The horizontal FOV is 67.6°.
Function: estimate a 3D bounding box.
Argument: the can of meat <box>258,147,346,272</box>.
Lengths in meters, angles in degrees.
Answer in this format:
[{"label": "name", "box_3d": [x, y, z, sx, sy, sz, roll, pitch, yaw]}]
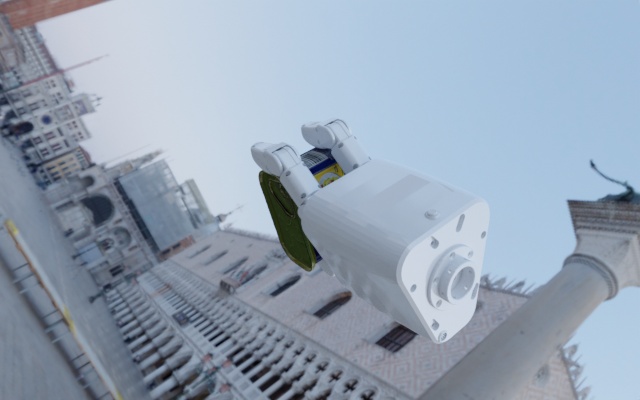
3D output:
[{"label": "can of meat", "box_3d": [0.000, 0.001, 0.453, 0.084, 0.102, 0.057, -30, 30, -25]}]
